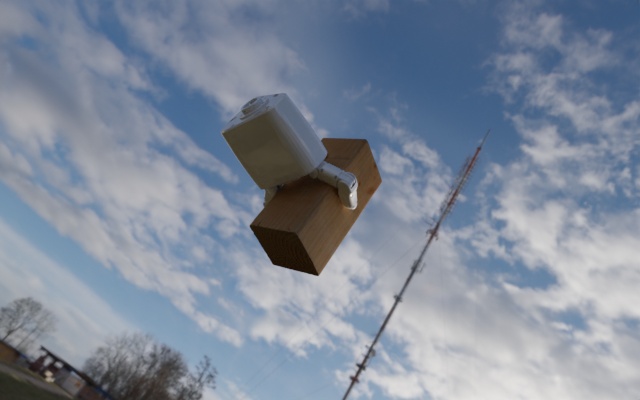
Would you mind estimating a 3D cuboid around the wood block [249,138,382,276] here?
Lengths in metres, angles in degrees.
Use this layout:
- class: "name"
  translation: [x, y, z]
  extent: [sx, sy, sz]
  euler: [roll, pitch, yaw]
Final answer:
- class: "wood block"
  translation: [0.000, 0.002, 0.724]
  extent: [0.091, 0.090, 0.206]
  euler: [8, 47, 37]
